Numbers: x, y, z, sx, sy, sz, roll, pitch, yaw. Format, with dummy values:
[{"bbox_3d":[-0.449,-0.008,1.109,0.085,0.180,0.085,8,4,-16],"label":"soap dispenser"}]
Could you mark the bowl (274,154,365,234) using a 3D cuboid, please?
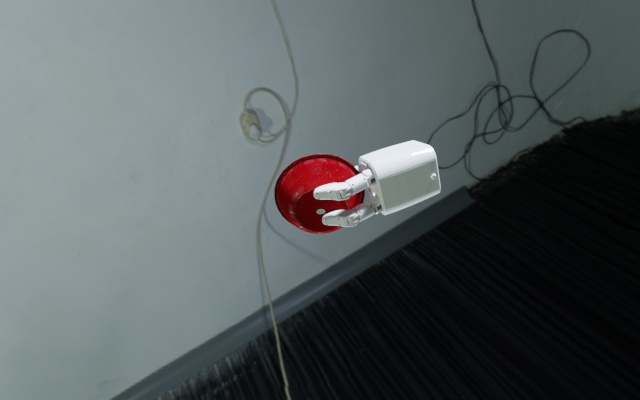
[{"bbox_3d":[-0.001,0.004,0.825,0.162,0.162,0.055,0,33,-4],"label":"bowl"}]
